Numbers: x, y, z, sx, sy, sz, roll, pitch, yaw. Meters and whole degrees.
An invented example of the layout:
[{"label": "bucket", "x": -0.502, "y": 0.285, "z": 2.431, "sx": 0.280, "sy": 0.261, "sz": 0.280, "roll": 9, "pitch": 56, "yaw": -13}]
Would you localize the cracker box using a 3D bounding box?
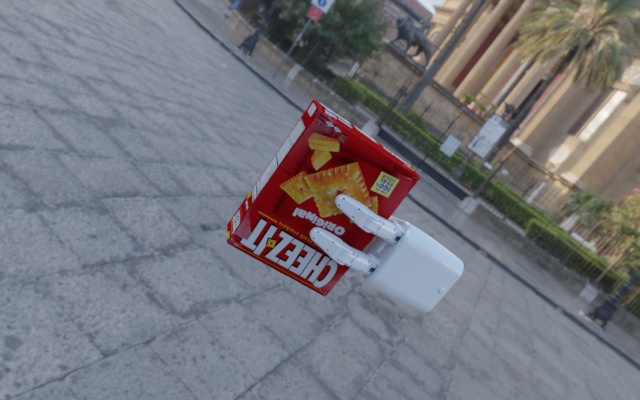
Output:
[{"label": "cracker box", "x": 0.000, "y": 0.002, "z": 0.637, "sx": 0.164, "sy": 0.214, "sz": 0.072, "roll": 32, "pitch": 14, "yaw": -18}]
